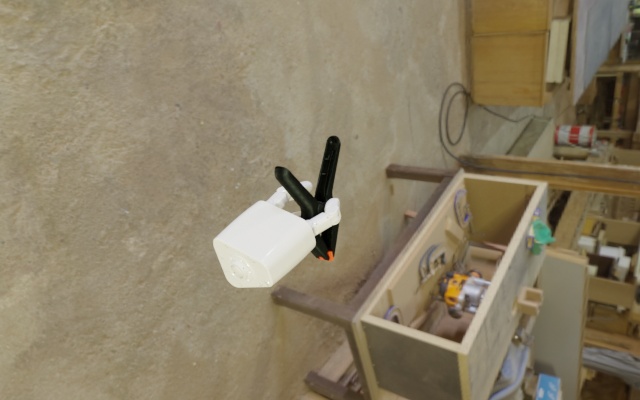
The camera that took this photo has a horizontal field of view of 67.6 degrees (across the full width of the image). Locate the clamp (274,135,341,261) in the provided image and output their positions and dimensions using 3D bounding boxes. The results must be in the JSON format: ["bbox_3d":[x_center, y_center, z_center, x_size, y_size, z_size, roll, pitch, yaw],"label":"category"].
[{"bbox_3d":[0.001,0.003,0.801,0.036,0.210,0.164,8,35,35],"label":"clamp"}]
